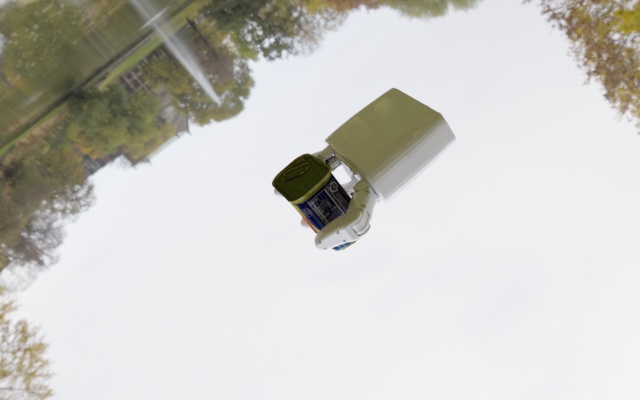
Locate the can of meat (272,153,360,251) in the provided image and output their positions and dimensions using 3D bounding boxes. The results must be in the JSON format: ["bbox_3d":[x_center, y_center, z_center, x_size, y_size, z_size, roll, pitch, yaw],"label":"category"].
[{"bbox_3d":[0.000,0.002,0.536,0.057,0.084,0.102,-41,25,-5],"label":"can of meat"}]
